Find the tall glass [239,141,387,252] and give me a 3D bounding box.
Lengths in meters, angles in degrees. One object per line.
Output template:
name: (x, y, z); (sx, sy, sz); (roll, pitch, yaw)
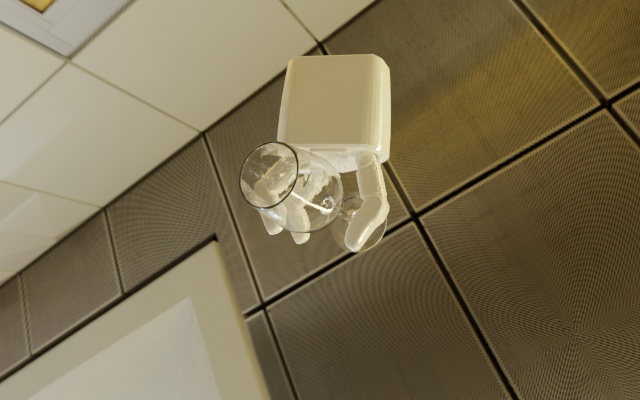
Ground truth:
tall glass: (0.000, 0.002, 0.494); (0.079, 0.079, 0.201); (0, -14, 28)
